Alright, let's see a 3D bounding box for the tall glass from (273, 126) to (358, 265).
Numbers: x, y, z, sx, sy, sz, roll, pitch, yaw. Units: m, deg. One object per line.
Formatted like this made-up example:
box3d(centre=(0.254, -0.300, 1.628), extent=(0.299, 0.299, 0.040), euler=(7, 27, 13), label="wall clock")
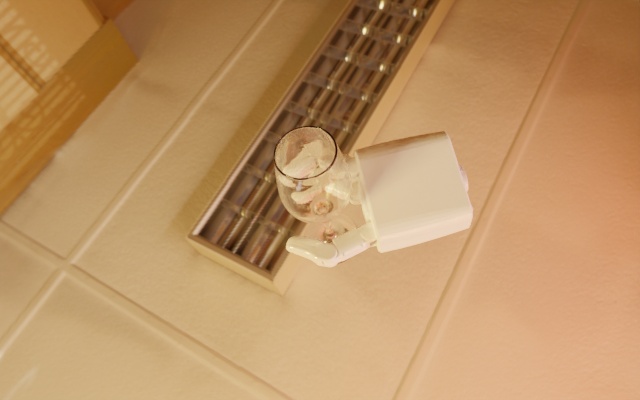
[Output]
box3d(centre=(0.000, 0.002, 0.533), extent=(0.079, 0.079, 0.201), euler=(0, -28, 10), label="tall glass")
